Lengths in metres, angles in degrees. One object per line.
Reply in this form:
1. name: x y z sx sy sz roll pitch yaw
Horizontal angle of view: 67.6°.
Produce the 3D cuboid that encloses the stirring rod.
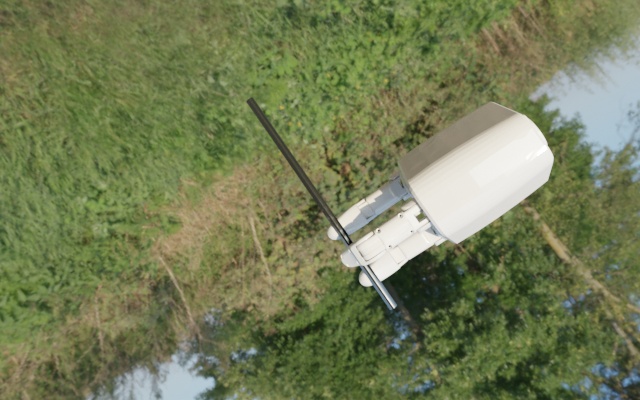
1. stirring rod: 0.000 0.001 0.454 0.011 0.239 0.011 -35 -3 -2
